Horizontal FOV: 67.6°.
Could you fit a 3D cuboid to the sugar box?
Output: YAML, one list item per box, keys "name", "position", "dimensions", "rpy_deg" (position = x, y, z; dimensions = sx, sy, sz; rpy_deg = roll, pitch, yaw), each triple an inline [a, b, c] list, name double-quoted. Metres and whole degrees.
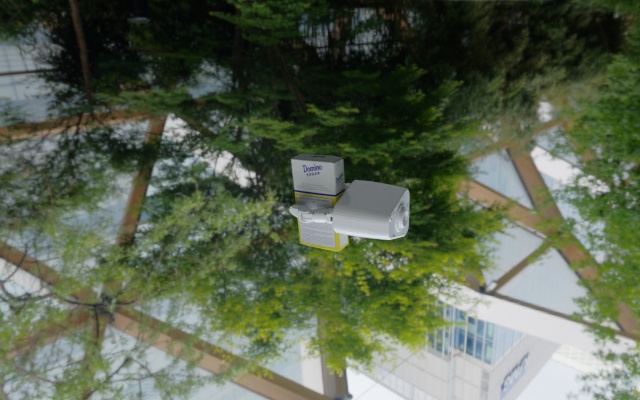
- name: "sugar box"
  position: [0.001, 0.003, 0.899]
  dimensions: [0.093, 0.176, 0.048]
  rpy_deg: [9, 22, 29]
